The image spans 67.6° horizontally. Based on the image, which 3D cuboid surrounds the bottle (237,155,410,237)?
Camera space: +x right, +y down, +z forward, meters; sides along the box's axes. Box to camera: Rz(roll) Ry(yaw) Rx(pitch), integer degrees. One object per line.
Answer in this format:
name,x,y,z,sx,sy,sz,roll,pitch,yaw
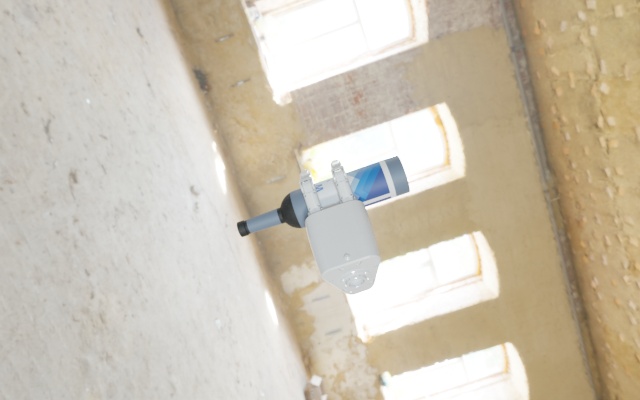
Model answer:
bottle,0.000,0.003,0.810,0.296,0.069,0.069,-19,-1,4
